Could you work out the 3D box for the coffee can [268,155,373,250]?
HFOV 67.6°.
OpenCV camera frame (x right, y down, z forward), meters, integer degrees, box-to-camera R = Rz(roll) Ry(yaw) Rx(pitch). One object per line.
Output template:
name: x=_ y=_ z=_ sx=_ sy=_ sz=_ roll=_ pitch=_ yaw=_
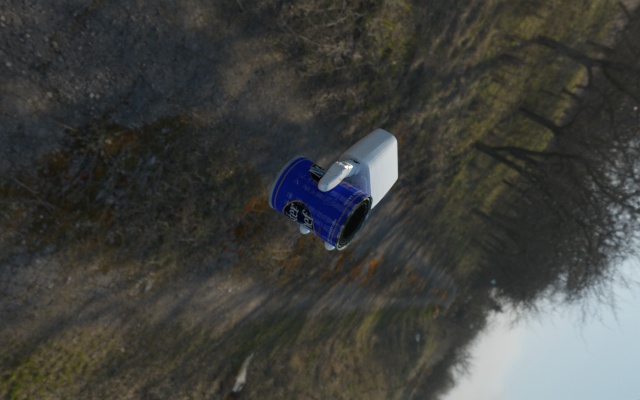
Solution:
coffee can: x=0.000 y=0.003 z=0.788 sx=0.140 sy=0.103 sz=0.103 roll=32 pitch=12 yaw=20
